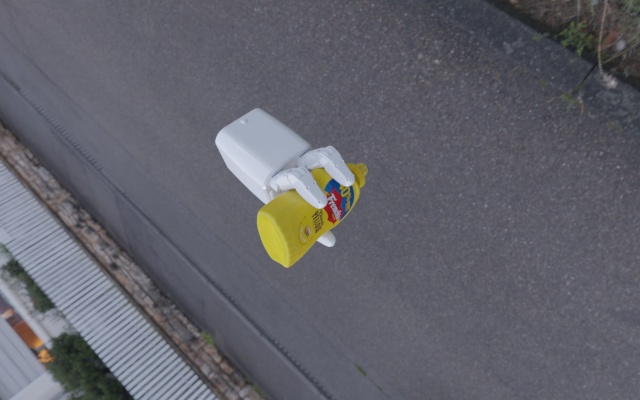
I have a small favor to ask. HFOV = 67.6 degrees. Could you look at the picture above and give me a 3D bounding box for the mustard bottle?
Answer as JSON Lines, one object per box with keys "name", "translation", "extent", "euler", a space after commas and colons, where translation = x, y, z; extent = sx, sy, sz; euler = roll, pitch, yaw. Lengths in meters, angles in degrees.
{"name": "mustard bottle", "translation": [0.000, 0.003, 0.671], "extent": [0.058, 0.096, 0.191], "euler": [24, 50, 37]}
